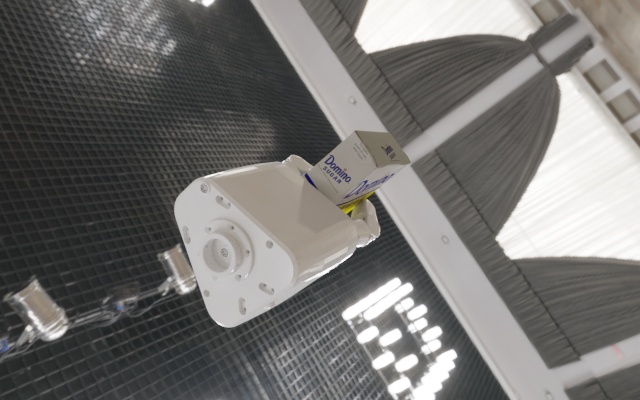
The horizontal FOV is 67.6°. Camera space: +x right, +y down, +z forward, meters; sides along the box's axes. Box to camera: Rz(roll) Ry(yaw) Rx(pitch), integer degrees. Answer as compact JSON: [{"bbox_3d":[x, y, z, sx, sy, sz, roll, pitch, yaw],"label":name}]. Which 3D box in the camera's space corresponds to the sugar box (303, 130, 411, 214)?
[{"bbox_3d":[0.000,0.002,0.477,0.176,0.048,0.093,-37,-11,26],"label":"sugar box"}]
